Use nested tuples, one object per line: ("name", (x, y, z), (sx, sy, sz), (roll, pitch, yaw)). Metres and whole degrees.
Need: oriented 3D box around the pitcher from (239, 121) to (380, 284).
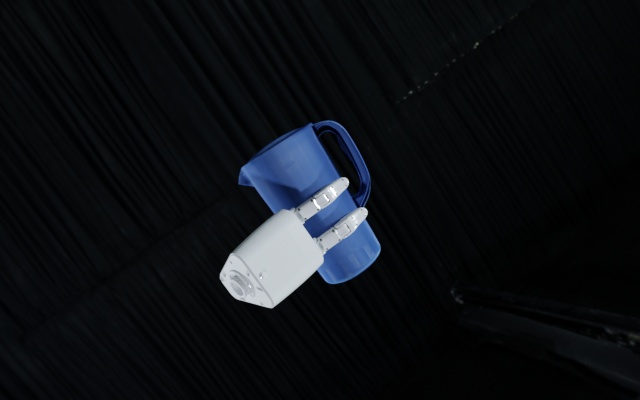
("pitcher", (0.000, 0.003, 0.762), (0.145, 0.243, 0.149), (-40, 11, -36))
